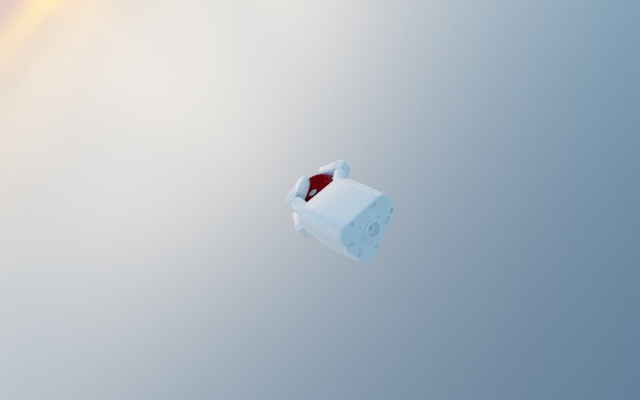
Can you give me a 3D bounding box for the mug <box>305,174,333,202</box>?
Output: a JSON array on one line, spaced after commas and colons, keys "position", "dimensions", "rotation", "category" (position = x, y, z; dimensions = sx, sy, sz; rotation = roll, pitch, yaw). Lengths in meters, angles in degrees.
[{"position": [-0.001, 0.002, 0.871], "dimensions": [0.117, 0.093, 0.081], "rotation": [21, -19, 49], "category": "mug"}]
